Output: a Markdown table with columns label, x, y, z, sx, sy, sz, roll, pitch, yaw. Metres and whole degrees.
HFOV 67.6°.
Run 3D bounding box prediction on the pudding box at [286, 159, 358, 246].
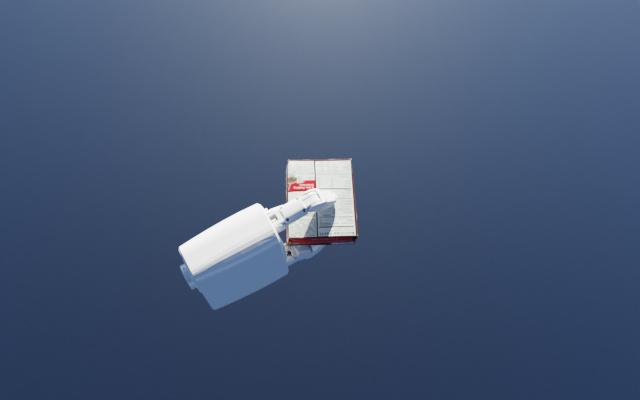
| label | x | y | z | sx | sy | sz | roll | pitch | yaw |
| --- | --- | --- | --- | --- | --- | --- | --- | --- | --- |
| pudding box | 0.000 | 0.002 | 0.626 | 0.090 | 0.113 | 0.039 | -1 | -19 | -4 |
